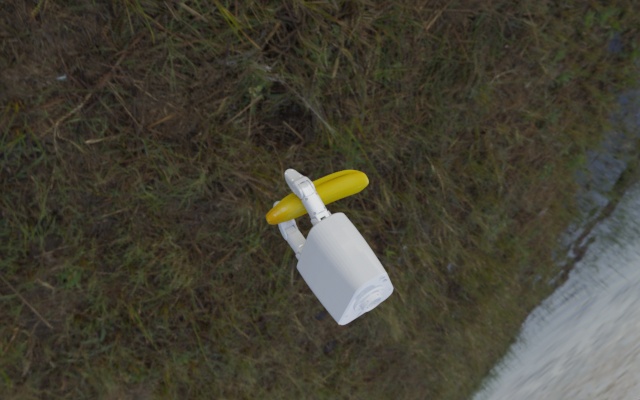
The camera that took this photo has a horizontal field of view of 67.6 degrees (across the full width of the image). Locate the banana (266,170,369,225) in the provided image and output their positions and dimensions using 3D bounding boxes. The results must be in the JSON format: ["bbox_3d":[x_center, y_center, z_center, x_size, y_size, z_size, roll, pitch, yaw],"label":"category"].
[{"bbox_3d":[0.010,-0.010,0.702,0.198,0.037,0.070,-19,-26,-40],"label":"banana"}]
